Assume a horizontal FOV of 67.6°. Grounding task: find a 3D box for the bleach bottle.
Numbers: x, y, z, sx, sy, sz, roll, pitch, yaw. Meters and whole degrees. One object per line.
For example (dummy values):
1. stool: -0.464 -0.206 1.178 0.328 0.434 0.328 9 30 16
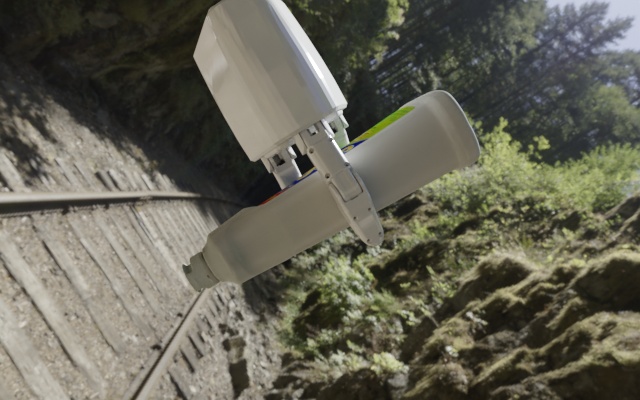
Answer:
1. bleach bottle: 0.000 0.001 0.400 0.251 0.068 0.102 -31 7 -5
